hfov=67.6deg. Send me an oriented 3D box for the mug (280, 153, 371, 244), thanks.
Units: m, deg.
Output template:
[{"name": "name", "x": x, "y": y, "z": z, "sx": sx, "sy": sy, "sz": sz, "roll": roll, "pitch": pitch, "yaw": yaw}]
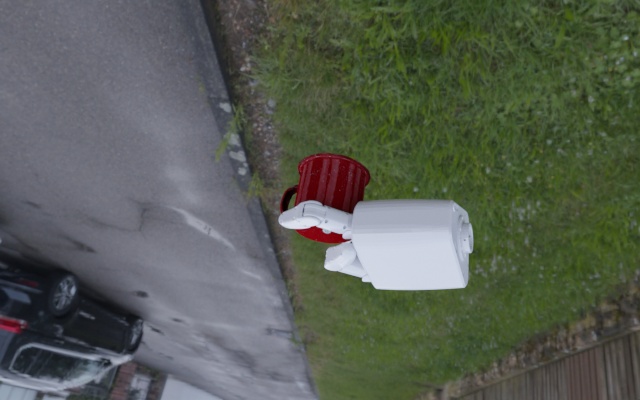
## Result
[{"name": "mug", "x": -0.001, "y": 0.002, "z": 0.590, "sx": 0.117, "sy": 0.081, "sz": 0.093, "roll": -5, "pitch": -30, "yaw": 27}]
